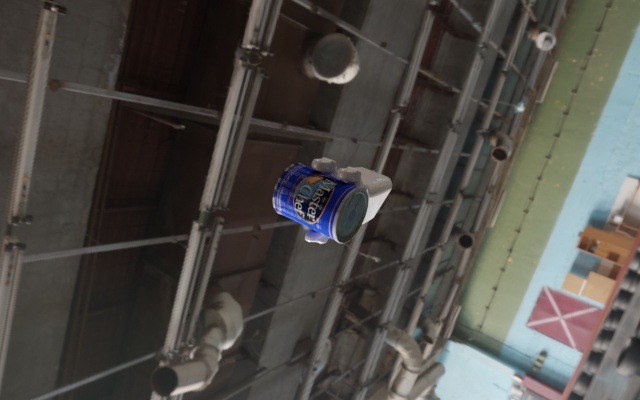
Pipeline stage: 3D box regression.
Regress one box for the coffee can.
[{"bbox_3d":[0.000,0.003,0.855,0.140,0.103,0.103,24,12,29],"label":"coffee can"}]
